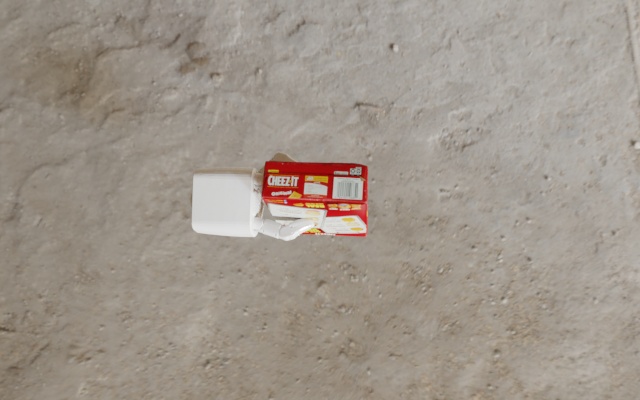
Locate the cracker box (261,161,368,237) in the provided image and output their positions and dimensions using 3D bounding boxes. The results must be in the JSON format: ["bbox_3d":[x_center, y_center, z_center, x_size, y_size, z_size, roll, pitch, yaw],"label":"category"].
[{"bbox_3d":[0.000,0.003,0.826,0.164,0.072,0.214,2,-18,6],"label":"cracker box"}]
